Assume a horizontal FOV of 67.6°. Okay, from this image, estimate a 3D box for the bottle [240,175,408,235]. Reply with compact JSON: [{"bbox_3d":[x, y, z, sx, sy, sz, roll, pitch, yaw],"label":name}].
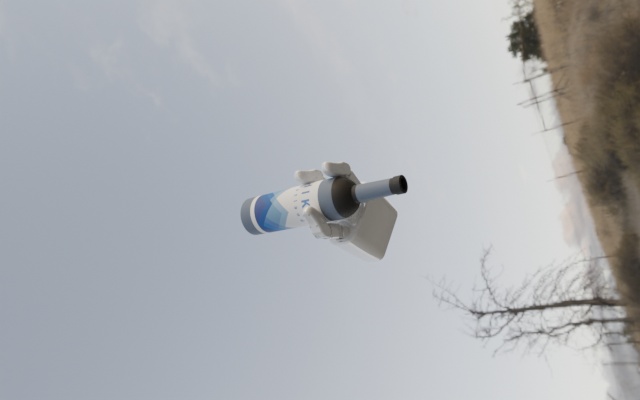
[{"bbox_3d":[0.000,0.003,0.762,0.296,0.069,0.069,-12,-7,34],"label":"bottle"}]
